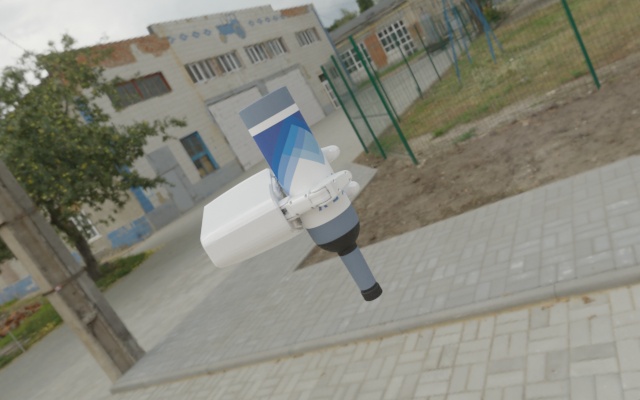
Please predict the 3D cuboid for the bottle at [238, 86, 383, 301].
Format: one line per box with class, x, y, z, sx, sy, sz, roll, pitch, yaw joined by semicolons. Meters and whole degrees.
bottle;0.000;0.002;0.609;0.069;0.296;0.069;-28;12;6
